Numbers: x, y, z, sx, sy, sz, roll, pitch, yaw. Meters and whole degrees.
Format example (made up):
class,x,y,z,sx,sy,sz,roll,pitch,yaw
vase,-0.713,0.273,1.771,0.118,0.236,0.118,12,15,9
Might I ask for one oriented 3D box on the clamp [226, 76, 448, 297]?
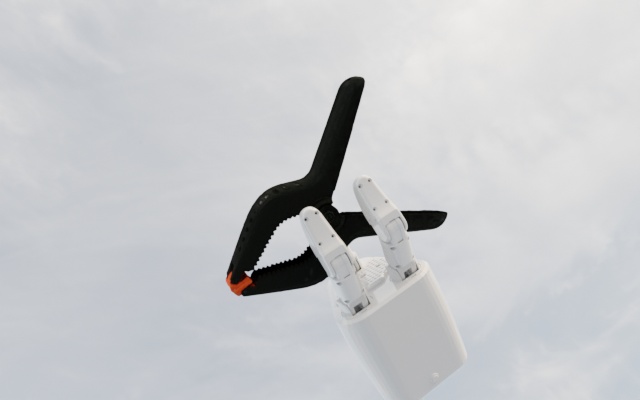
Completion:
class,x,y,z,sx,sy,sz,roll,pitch,yaw
clamp,-0.001,0.002,0.422,0.210,0.164,0.036,-32,13,-14
